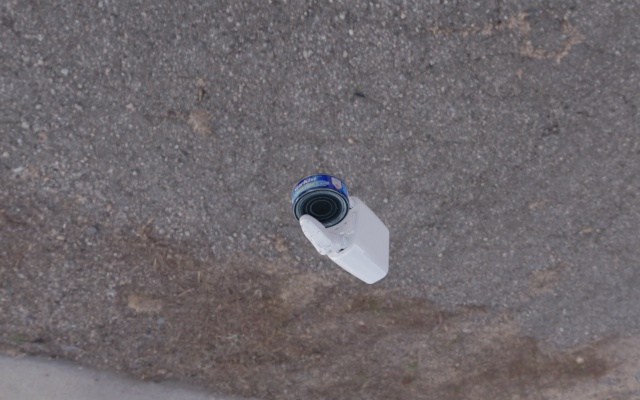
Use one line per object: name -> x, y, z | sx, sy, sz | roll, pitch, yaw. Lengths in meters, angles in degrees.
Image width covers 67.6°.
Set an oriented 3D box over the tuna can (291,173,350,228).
tuna can -> 0.000, 0.003, 0.706 | 0.086, 0.086, 0.033 | 0, 43, -5
